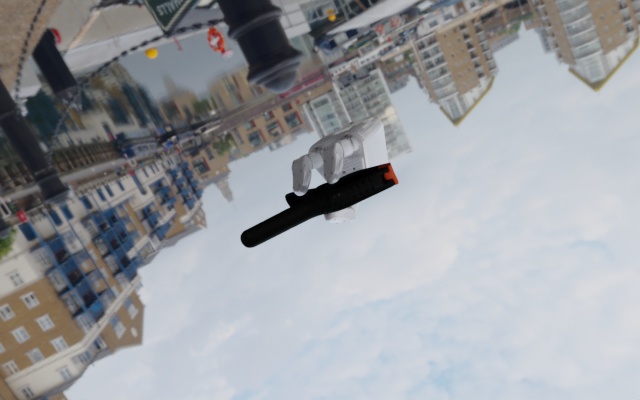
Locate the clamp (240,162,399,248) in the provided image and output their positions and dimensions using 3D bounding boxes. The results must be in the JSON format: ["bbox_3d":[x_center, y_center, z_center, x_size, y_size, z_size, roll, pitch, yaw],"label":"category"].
[{"bbox_3d":[0.001,0.003,0.636,0.210,0.036,0.164,-18,14,32],"label":"clamp"}]
